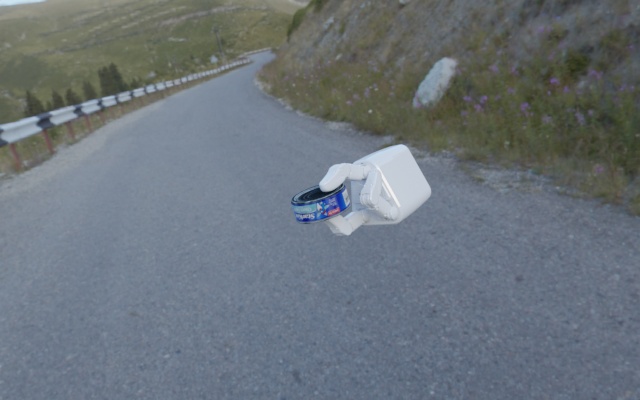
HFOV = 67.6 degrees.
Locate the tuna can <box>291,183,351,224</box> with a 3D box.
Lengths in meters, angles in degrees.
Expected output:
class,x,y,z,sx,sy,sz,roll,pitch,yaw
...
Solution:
class,x,y,z,sx,sy,sz,roll,pitch,yaw
tuna can,0.000,0.002,0.713,0.086,0.034,0.086,-16,16,5
